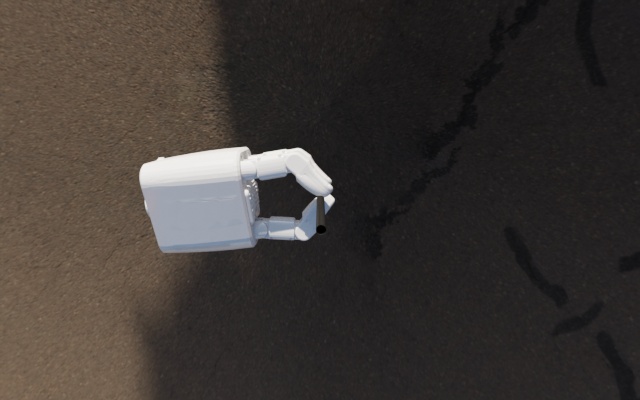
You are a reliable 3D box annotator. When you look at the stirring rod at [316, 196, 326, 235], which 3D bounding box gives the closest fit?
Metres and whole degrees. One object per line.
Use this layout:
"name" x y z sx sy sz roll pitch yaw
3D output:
"stirring rod" 0.000 0.002 0.486 0.011 0.011 0.239 0 10 0
